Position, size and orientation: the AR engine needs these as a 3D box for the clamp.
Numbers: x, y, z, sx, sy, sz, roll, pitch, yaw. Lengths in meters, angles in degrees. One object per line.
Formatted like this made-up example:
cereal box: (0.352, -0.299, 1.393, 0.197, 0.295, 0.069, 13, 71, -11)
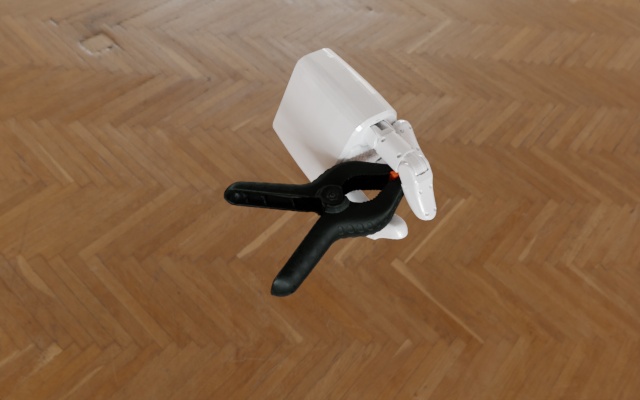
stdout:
clamp: (0.000, 0.001, 0.436, 0.171, 0.120, 0.039, -28, -25, -24)
